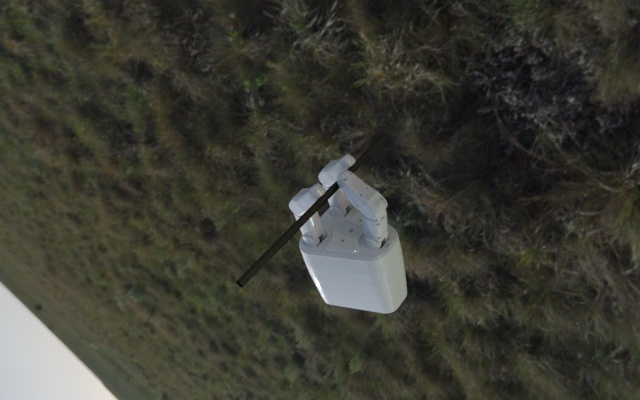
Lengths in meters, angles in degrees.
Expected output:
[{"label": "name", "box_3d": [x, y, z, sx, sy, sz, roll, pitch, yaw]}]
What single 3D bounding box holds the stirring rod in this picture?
[{"label": "stirring rod", "box_3d": [0.000, 0.002, 0.489, 0.011, 0.011, 0.239, 0, 38, 50]}]
